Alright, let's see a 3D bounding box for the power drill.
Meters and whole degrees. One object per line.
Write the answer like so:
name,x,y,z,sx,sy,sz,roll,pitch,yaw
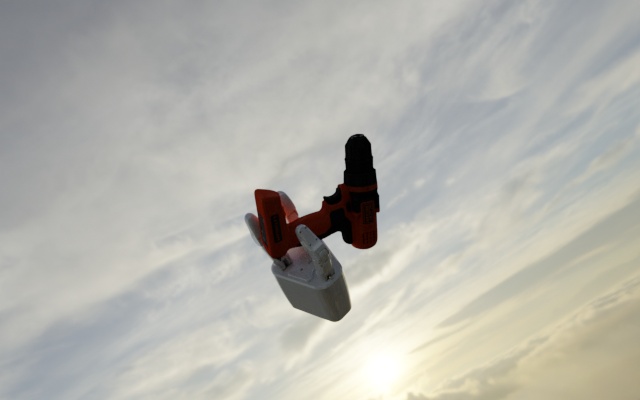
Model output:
power drill,0.000,0.003,0.714,0.187,0.184,0.057,-12,20,-16
